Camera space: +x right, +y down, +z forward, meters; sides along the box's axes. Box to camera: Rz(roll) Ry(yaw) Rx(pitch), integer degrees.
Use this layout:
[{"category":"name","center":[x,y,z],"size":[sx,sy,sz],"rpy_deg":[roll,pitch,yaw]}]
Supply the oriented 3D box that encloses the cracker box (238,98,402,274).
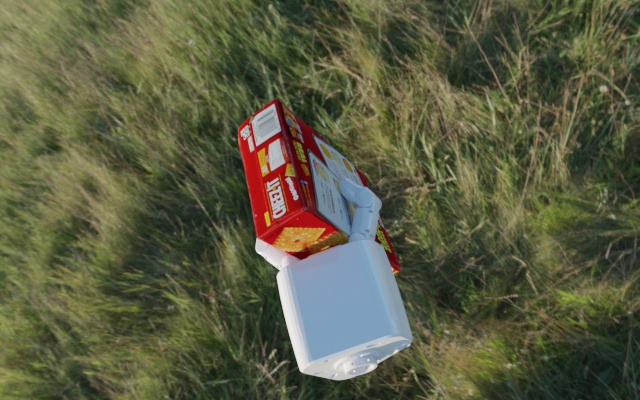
[{"category":"cracker box","center":[0.000,0.002,0.583],"size":[0.072,0.164,0.214],"rpy_deg":[-31,-38,19]}]
